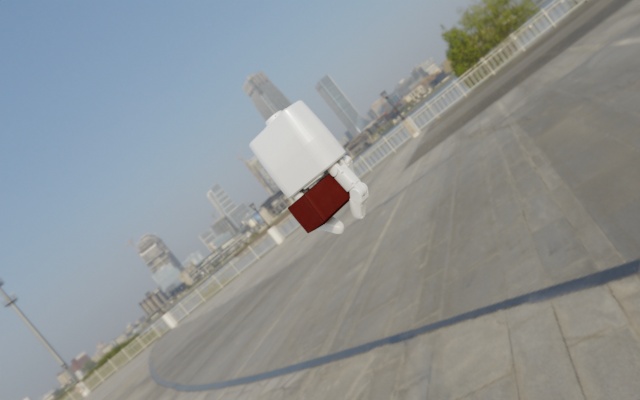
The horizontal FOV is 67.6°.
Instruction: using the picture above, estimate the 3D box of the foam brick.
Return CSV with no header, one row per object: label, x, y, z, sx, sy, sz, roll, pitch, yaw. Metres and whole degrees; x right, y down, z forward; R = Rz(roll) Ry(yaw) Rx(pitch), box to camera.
foam brick,0.000,0.003,0.715,0.078,0.051,0.053,-42,5,-40
